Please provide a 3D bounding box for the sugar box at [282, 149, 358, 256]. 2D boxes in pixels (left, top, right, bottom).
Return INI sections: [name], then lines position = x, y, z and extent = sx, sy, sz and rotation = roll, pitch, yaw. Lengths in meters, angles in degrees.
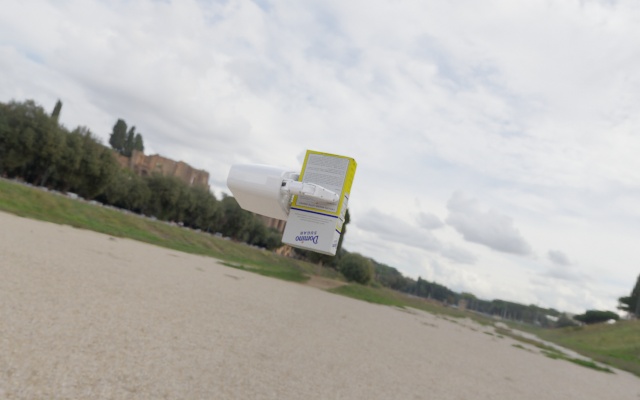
[sugar box]
position = 0.000, 0.003, 0.853
extent = 0.093, 0.176, 0.048
rotation = 12, -9, 19
